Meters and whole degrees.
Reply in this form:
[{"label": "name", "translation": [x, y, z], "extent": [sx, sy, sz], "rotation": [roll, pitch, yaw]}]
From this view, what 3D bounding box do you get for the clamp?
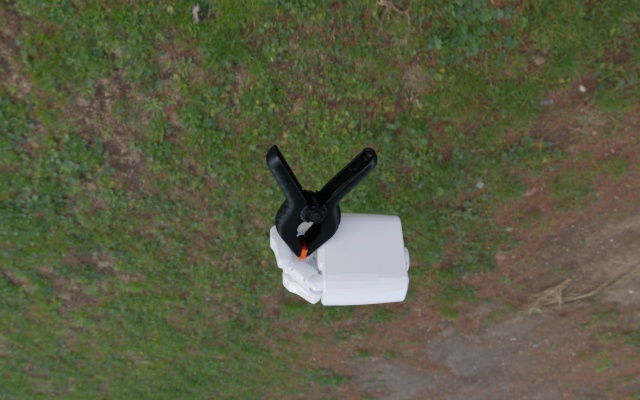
[{"label": "clamp", "translation": [0.000, 0.002, 0.551], "extent": [0.120, 0.039, 0.172], "rotation": [-2, -43, -6]}]
